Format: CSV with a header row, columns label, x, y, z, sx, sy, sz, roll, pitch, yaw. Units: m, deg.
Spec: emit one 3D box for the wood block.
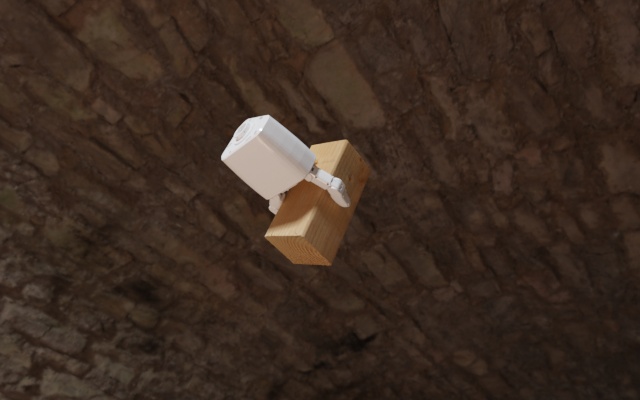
label,x,y,z,sx,sy,sz,roll,pitch,yaw
wood block,0.000,0.002,0.841,0.091,0.206,0.090,-4,-40,41
